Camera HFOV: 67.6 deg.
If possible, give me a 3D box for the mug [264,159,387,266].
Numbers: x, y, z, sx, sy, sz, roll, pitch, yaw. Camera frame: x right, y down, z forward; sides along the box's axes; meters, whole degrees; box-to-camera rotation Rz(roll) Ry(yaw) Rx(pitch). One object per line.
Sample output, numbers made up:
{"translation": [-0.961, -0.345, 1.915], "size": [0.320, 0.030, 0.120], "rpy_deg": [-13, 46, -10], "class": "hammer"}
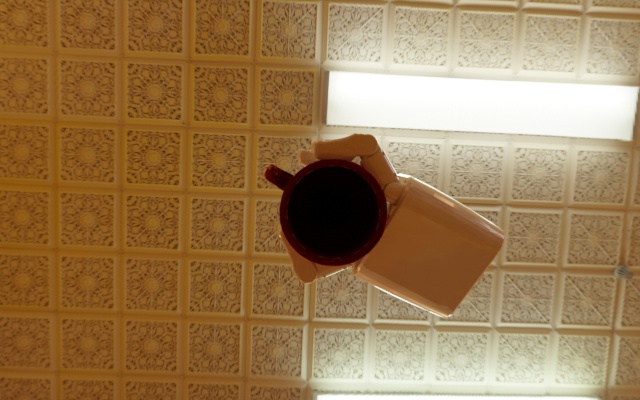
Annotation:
{"translation": [-0.001, 0.001, 0.447], "size": [0.117, 0.093, 0.081], "rpy_deg": [28, 4, -3], "class": "mug"}
